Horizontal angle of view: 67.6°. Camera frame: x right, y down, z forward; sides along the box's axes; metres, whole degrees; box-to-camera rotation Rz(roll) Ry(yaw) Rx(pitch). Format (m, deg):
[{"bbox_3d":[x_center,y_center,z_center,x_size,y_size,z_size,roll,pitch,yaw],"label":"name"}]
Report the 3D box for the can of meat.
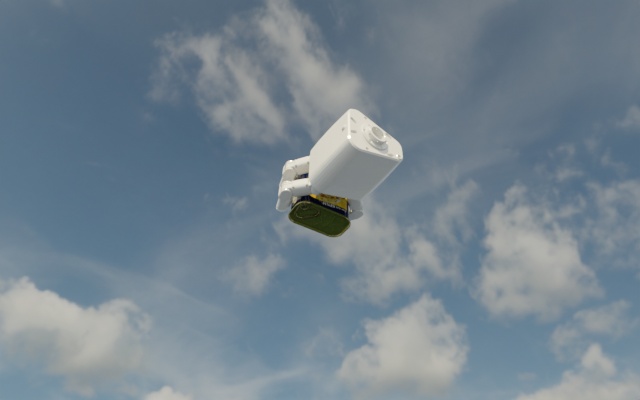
[{"bbox_3d":[0.000,0.002,0.809,0.102,0.083,0.057,23,-46,-20],"label":"can of meat"}]
